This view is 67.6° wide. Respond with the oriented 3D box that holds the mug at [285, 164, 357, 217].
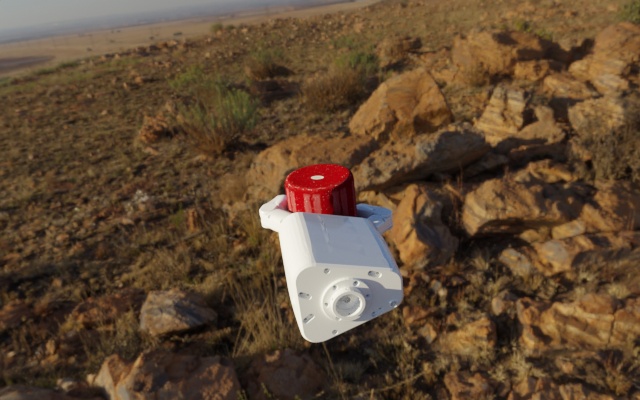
[{"bbox_3d":[0.000,0.001,0.588,0.093,0.081,0.117,-10,25,-7],"label":"mug"}]
